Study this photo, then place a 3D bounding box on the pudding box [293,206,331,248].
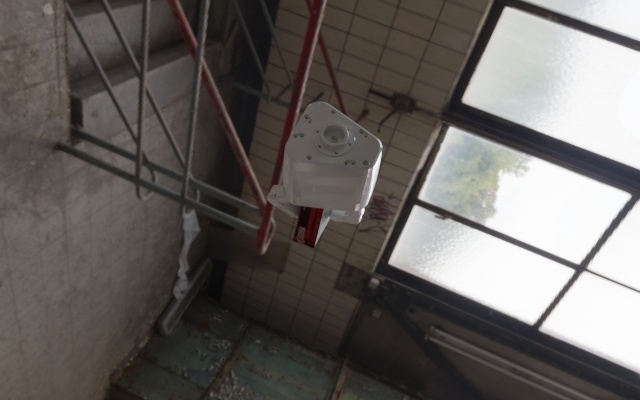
[{"bbox_3d":[0.000,0.002,0.713,0.039,0.090,0.113,22,36,9],"label":"pudding box"}]
